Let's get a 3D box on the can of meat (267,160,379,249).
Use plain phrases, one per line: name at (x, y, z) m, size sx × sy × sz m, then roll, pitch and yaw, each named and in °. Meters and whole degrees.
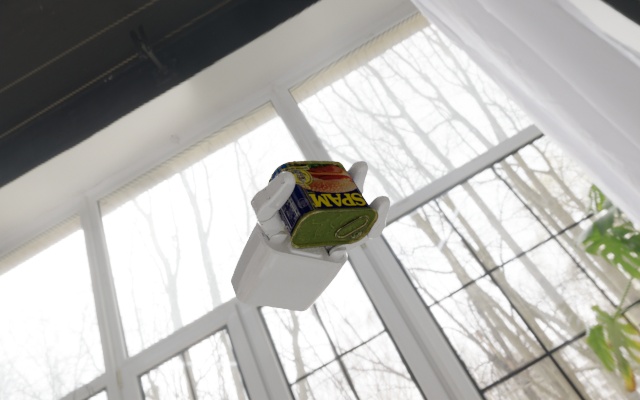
can of meat at (0.000, 0.001, 0.533) m, size 0.102 × 0.084 × 0.057 m, roll -2°, pitch -44°, yaw -34°
